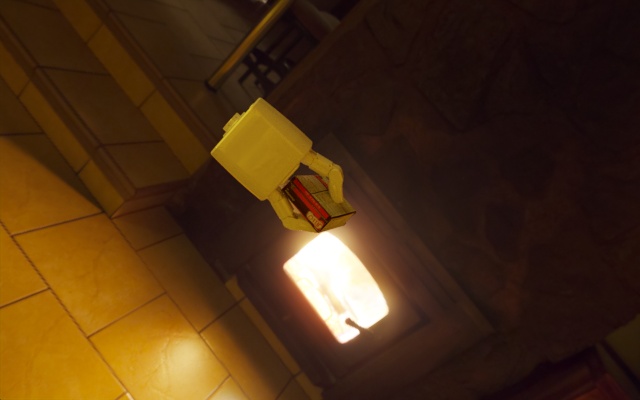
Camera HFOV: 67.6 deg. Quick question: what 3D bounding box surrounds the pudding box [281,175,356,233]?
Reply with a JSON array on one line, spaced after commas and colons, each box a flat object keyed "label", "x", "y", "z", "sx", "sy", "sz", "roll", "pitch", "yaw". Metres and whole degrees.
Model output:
[{"label": "pudding box", "x": 0.000, "y": 0.002, "z": 0.756, "sx": 0.039, "sy": 0.090, "sz": 0.113, "roll": -45, "pitch": -14, "yaw": 21}]
